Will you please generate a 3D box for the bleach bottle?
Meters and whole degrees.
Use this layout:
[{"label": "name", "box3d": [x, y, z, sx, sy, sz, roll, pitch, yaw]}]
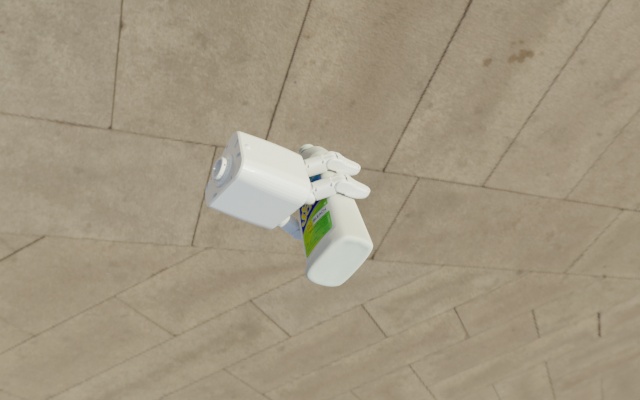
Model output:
[{"label": "bleach bottle", "box3d": [0.000, 0.002, 0.730, 0.068, 0.103, 0.250, 21, 32, -31]}]
